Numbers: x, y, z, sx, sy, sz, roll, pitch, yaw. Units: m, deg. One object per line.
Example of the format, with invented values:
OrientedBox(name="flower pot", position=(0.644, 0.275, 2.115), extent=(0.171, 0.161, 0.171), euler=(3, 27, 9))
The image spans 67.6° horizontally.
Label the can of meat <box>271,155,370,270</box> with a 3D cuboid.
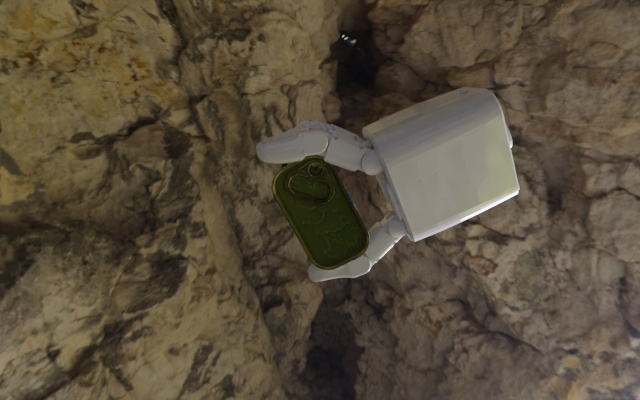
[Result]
OrientedBox(name="can of meat", position=(0.000, 0.002, 0.449), extent=(0.057, 0.102, 0.084), euler=(-27, 14, 6))
